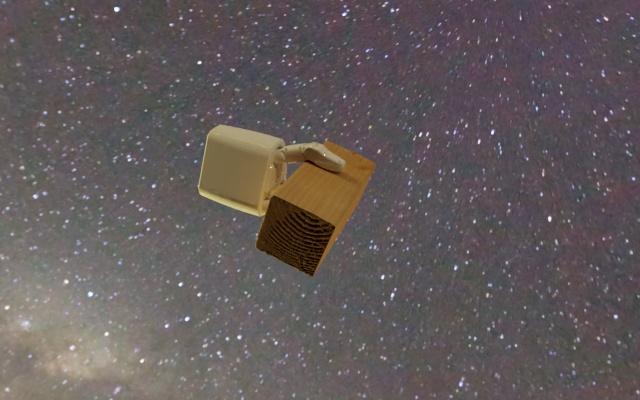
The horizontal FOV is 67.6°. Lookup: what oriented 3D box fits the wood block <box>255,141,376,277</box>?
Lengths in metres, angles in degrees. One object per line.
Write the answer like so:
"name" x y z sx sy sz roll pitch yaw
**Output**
"wood block" 0.000 0.002 0.683 0.090 0.091 0.206 26 33 7
